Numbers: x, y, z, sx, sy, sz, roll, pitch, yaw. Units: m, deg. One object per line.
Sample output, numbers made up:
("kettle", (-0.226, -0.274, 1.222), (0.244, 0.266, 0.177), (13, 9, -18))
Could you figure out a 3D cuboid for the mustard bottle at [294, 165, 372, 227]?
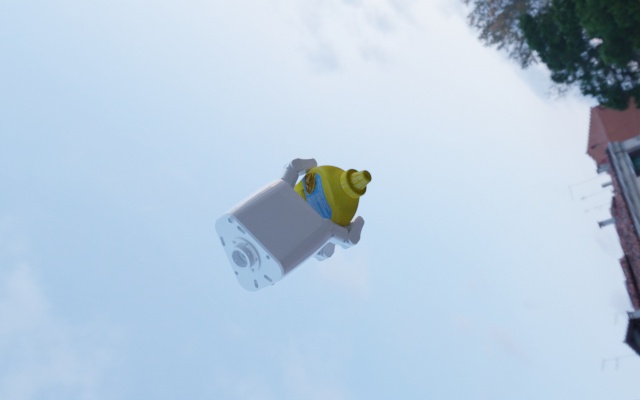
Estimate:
("mustard bottle", (0.000, 0.002, 0.697), (0.058, 0.096, 0.192), (-3, -20, -45))
